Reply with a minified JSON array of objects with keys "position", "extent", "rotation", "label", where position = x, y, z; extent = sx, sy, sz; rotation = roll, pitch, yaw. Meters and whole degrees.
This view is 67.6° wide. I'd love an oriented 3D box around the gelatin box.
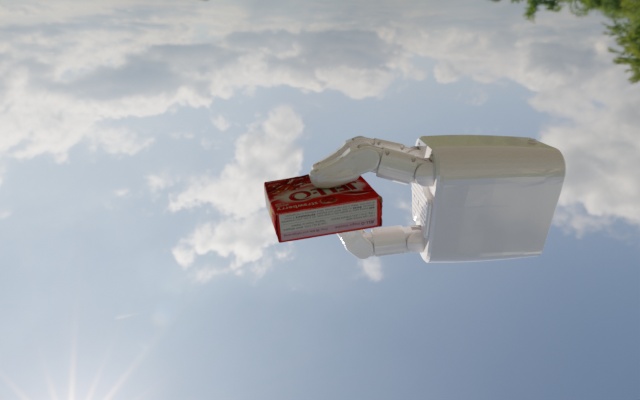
[{"position":[0.000,0.002,0.409],"extent":[0.089,0.030,0.073],"rotation":[-9,24,-10],"label":"gelatin box"}]
